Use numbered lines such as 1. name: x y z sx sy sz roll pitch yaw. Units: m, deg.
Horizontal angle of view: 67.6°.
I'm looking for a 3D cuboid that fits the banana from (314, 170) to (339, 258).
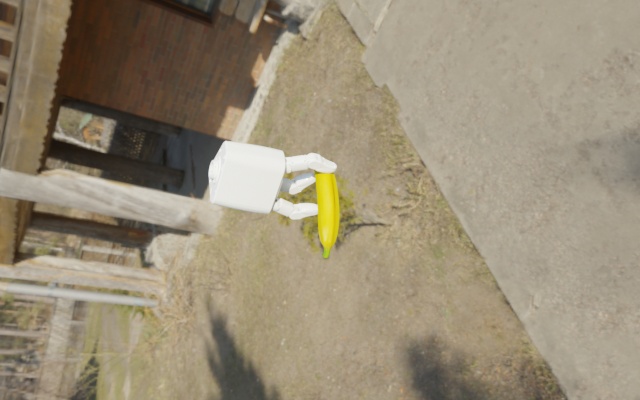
1. banana: 0.008 0.000 0.868 0.037 0.197 0.070 6 -20 -23
